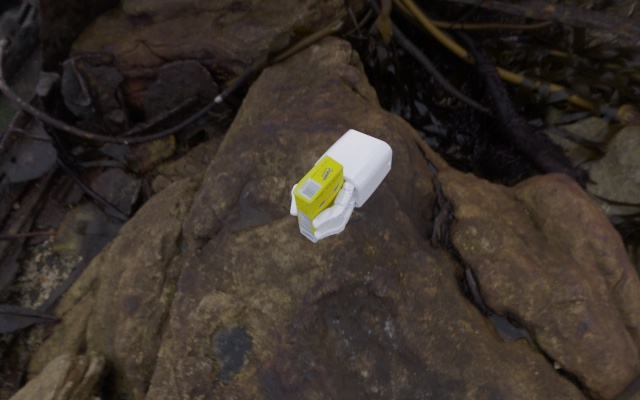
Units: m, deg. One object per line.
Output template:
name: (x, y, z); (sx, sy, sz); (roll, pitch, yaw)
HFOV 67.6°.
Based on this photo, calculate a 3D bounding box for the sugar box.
sugar box: (0.001, 0.003, 0.871); (0.048, 0.093, 0.176); (35, -19, 21)
